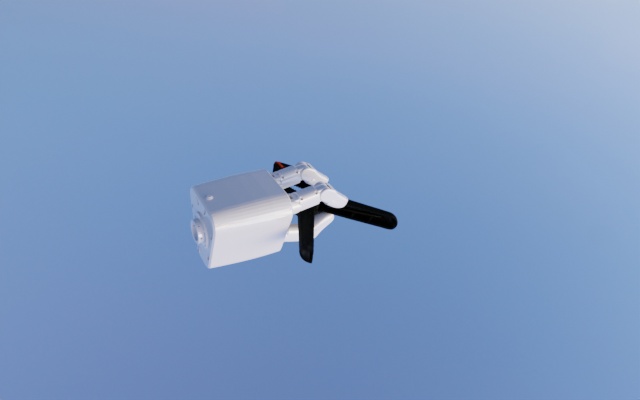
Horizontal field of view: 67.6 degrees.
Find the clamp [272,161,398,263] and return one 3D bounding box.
[{"bbox_3d":[0.000,0.003,0.704,0.164,0.036,0.210,-12,40,-29],"label":"clamp"}]
